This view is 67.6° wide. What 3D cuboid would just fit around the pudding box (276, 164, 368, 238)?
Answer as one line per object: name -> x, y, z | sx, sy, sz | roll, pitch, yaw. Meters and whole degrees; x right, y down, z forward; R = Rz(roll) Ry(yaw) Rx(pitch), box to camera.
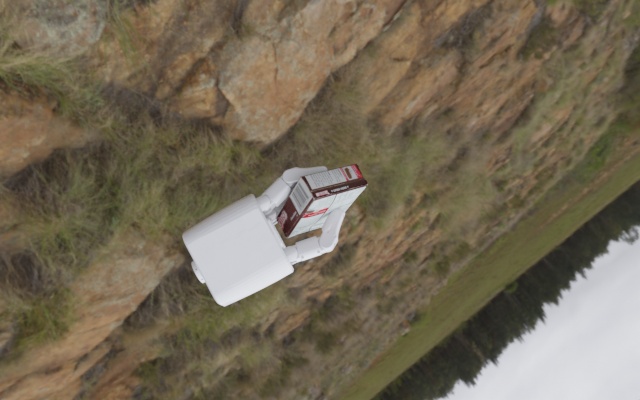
pudding box -> 0.000, 0.002, 0.647 | 0.090, 0.039, 0.113 | -16, -21, -32
